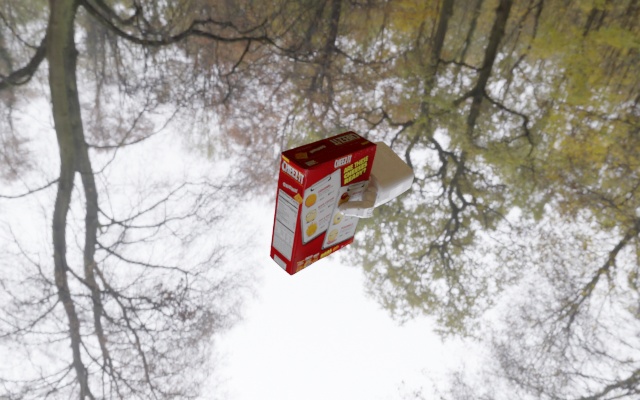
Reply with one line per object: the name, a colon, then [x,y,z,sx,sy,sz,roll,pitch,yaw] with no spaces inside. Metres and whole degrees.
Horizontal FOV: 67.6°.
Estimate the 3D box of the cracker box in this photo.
cracker box: [0.000,0.003,0.815,0.164,0.214,0.072,-23,45,-40]
